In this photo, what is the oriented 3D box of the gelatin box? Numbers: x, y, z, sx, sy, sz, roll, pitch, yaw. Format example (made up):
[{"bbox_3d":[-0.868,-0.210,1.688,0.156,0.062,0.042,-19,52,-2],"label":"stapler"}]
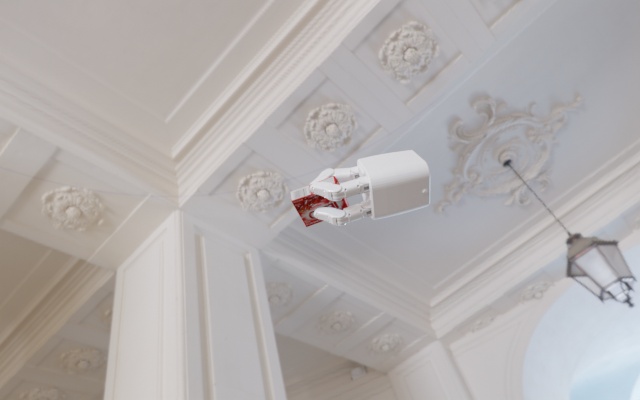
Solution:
[{"bbox_3d":[0.000,0.003,0.861,0.089,0.030,0.073,-19,-48,9],"label":"gelatin box"}]
